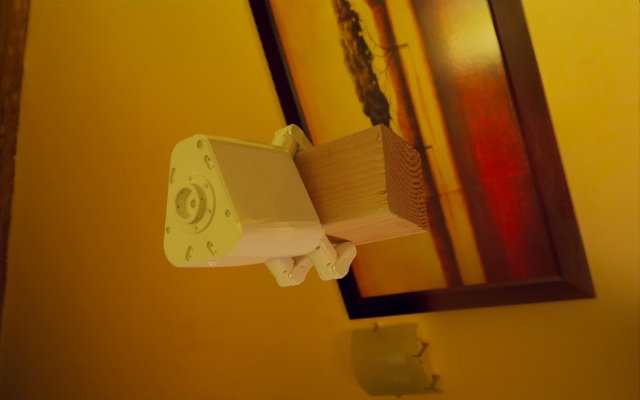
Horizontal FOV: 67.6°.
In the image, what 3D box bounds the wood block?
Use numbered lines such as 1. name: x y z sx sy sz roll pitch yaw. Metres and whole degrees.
1. wood block: 0.000 0.001 0.519 0.206 0.090 0.090 -15 -23 33
